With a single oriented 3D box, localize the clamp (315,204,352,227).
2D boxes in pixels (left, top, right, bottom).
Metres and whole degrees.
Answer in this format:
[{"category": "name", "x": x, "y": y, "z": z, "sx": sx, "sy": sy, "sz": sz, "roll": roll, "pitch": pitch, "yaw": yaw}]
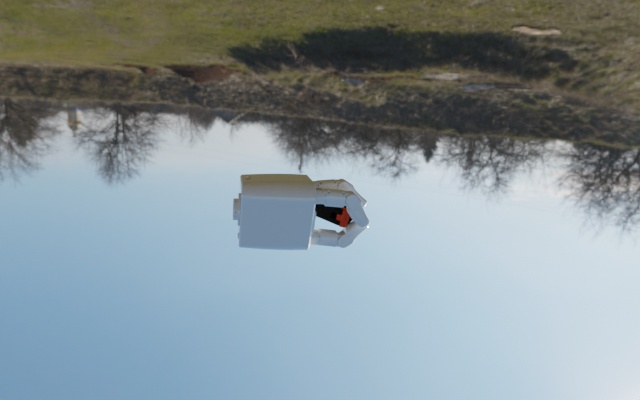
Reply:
[{"category": "clamp", "x": 0.000, "y": 0.003, "z": 0.793, "sx": 0.120, "sy": 0.039, "sz": 0.171, "roll": 3, "pitch": 12, "yaw": -12}]
